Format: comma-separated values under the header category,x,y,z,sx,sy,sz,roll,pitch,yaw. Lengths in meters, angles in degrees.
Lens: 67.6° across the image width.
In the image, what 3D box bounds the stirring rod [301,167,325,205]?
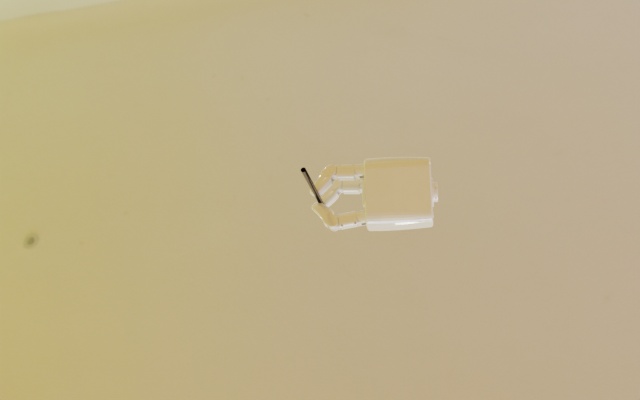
category,x,y,z,sx,sy,sz,roll,pitch,yaw
stirring rod,0.000,0.003,0.802,0.011,0.011,0.240,0,-23,13
